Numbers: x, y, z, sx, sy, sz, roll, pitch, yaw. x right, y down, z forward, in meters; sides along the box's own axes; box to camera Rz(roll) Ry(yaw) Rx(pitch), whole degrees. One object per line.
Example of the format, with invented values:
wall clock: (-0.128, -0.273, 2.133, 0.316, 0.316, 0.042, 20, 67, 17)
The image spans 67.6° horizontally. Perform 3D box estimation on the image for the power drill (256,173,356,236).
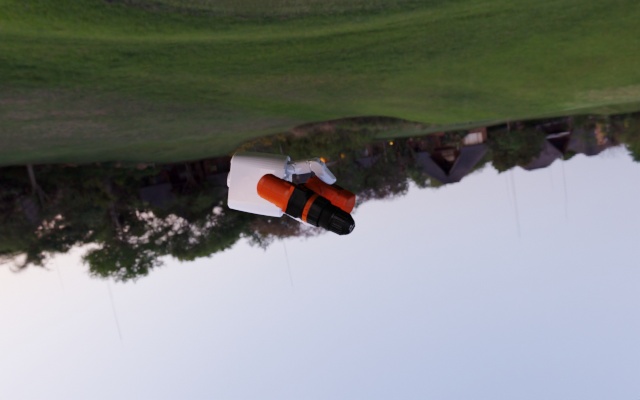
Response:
power drill: (0.000, 0.003, 0.858, 0.184, 0.057, 0.187, 28, 11, 18)
